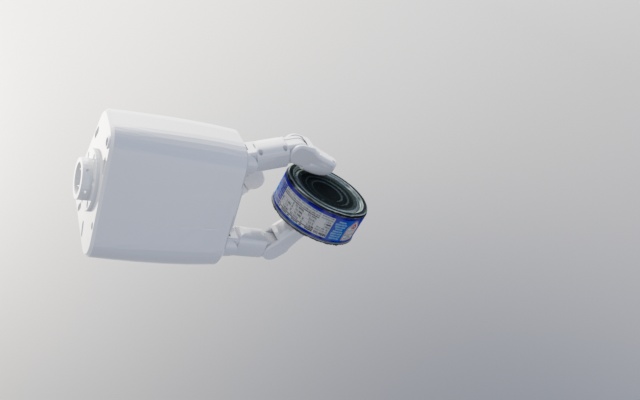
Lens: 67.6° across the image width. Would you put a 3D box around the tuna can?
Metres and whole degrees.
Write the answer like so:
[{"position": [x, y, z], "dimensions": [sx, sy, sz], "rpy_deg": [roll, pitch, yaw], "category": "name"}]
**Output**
[{"position": [0.000, 0.001, 0.444], "dimensions": [0.086, 0.034, 0.086], "rpy_deg": [25, 24, -12], "category": "tuna can"}]
